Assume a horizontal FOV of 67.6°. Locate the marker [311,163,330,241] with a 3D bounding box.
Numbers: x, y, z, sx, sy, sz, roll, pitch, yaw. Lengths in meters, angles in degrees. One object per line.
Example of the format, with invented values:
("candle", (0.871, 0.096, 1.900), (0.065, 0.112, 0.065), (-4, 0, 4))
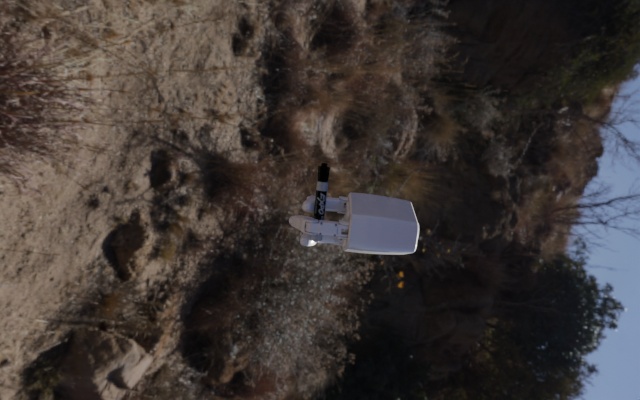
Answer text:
("marker", (0.000, 0.002, 0.737), (0.020, 0.121, 0.020), (6, 10, -1))
